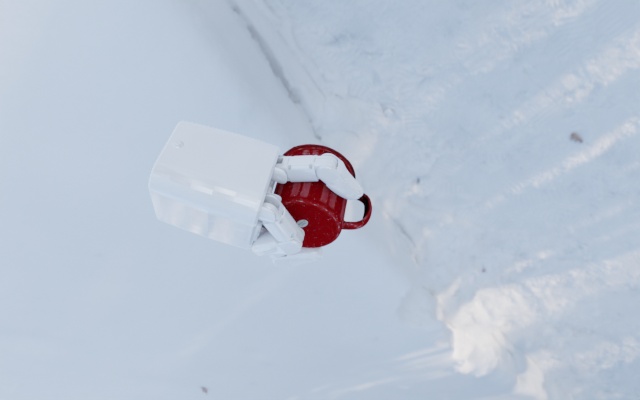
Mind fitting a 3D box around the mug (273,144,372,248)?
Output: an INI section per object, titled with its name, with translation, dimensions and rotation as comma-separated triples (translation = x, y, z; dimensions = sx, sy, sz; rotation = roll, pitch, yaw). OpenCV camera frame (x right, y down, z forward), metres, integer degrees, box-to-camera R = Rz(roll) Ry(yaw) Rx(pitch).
[mug]
translation = 0.001, 0.002, 0.532
dimensions = 0.117, 0.081, 0.093
rotation = 16, -42, -4
